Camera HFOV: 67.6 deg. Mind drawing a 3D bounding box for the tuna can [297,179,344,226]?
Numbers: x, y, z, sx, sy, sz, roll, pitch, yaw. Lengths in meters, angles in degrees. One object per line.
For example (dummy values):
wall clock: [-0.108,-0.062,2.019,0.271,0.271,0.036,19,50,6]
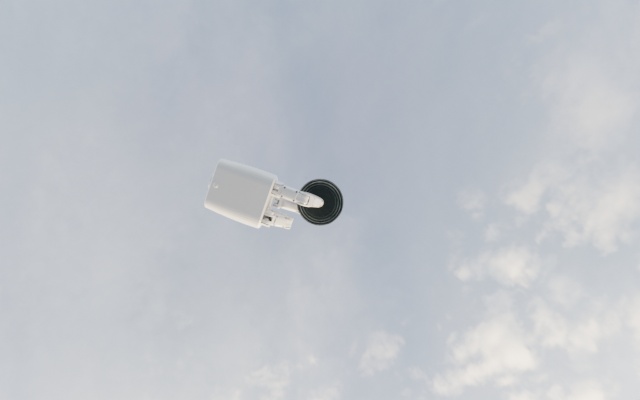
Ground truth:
tuna can: [0.000,0.003,0.887,0.086,0.086,0.034,0,1,4]
